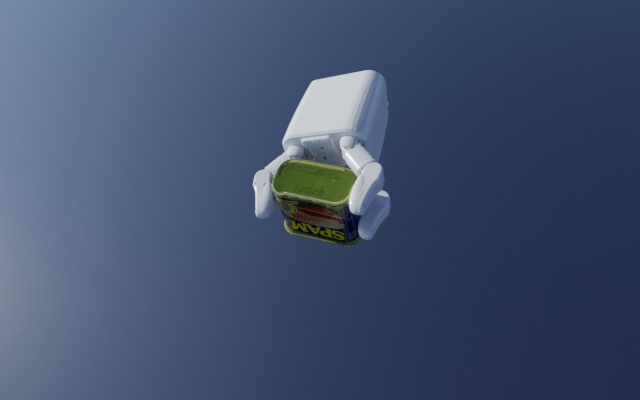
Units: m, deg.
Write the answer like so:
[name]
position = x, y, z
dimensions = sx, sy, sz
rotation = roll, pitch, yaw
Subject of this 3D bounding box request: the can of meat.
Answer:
[can of meat]
position = 0.000, 0.002, 0.553
dimensions = 0.102, 0.057, 0.084
rotation = 12, -32, 19
